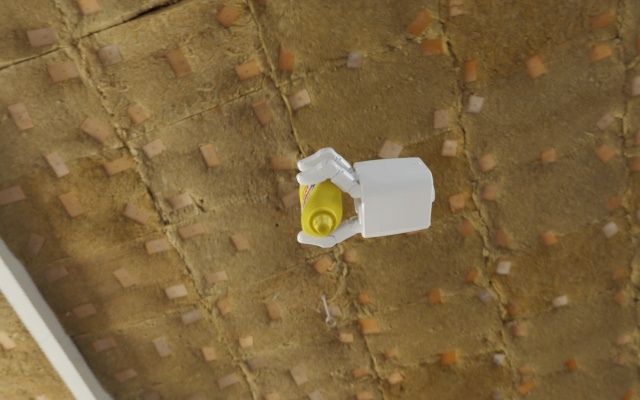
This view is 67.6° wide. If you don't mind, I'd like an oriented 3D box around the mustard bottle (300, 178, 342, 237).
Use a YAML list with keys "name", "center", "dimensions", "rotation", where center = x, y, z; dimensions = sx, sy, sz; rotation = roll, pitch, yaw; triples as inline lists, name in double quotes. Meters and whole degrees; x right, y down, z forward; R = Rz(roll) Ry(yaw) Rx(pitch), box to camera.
- name: "mustard bottle"
  center: [0.000, 0.002, 0.736]
  dimensions: [0.058, 0.096, 0.191]
  rotation: [16, 21, -10]
